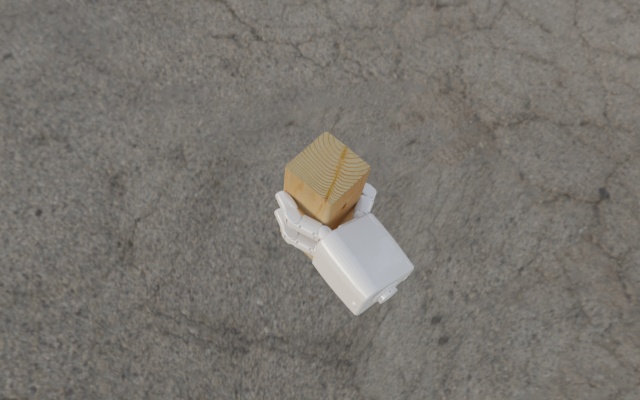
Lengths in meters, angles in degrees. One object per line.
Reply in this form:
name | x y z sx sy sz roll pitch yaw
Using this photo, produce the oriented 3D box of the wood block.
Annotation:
wood block | 0.001 0.002 0.753 0.090 0.090 0.206 -43 -16 -26
